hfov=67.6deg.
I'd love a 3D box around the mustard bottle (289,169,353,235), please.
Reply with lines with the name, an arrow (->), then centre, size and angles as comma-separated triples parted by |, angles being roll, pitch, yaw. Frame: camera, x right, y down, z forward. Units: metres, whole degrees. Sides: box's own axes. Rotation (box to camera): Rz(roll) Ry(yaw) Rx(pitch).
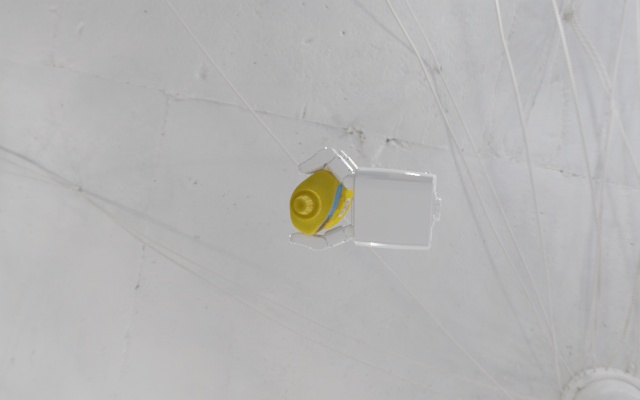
mustard bottle -> 0.000, 0.002, 0.695 | 0.058, 0.096, 0.191 | 30, 10, 12
